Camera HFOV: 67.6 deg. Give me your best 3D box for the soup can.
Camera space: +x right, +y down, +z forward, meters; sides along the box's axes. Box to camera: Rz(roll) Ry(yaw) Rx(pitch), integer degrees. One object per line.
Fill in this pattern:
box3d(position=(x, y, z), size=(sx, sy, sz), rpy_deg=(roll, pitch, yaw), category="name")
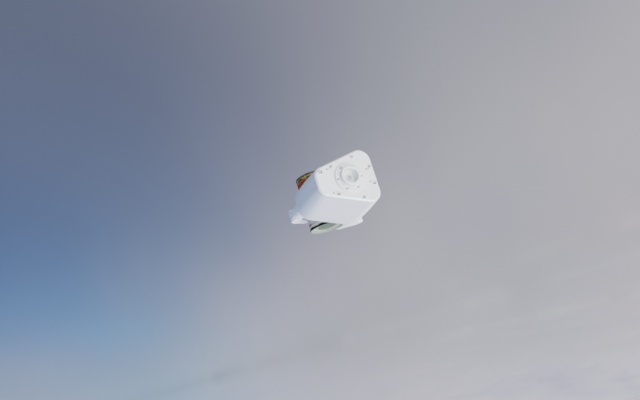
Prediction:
box3d(position=(0.000, 0.003, 0.881), size=(0.068, 0.102, 0.068), rpy_deg=(-15, -16, -5), category="soup can")
